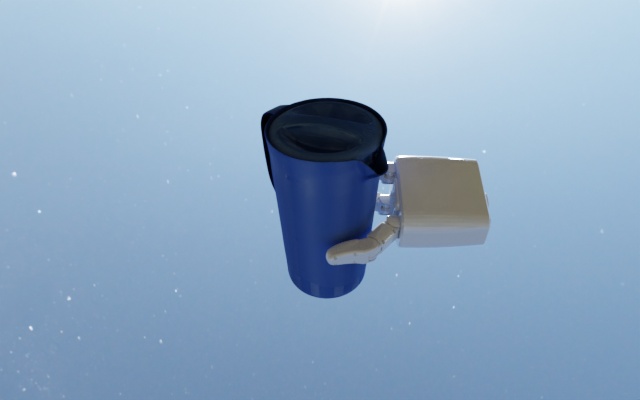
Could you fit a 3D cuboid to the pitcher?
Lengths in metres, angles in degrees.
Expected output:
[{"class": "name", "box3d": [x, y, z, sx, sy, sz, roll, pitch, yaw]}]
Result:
[{"class": "pitcher", "box3d": [0.000, 0.002, 0.596, 0.145, 0.243, 0.149, -1, 40, -1]}]
